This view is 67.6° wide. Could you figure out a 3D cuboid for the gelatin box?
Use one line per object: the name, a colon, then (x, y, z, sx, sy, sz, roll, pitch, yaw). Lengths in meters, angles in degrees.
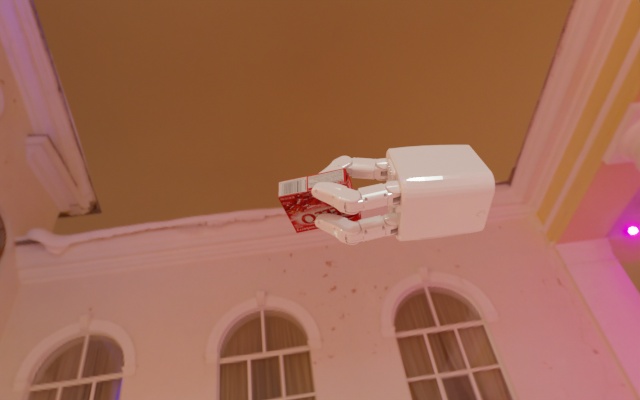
gelatin box: (0.000, 0.002, 0.597, 0.089, 0.030, 0.073, -11, -43, 12)
